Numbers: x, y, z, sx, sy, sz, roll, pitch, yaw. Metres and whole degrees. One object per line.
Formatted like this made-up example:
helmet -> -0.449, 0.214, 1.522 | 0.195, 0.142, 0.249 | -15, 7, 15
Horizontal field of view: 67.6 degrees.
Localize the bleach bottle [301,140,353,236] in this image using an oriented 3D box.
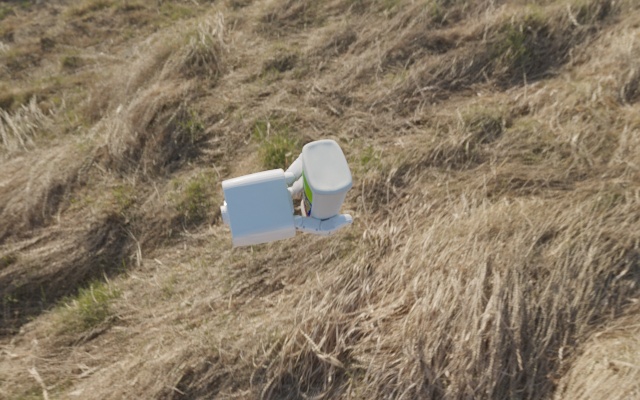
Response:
bleach bottle -> 0.000, 0.003, 0.842 | 0.068, 0.102, 0.251 | -12, -26, -11
